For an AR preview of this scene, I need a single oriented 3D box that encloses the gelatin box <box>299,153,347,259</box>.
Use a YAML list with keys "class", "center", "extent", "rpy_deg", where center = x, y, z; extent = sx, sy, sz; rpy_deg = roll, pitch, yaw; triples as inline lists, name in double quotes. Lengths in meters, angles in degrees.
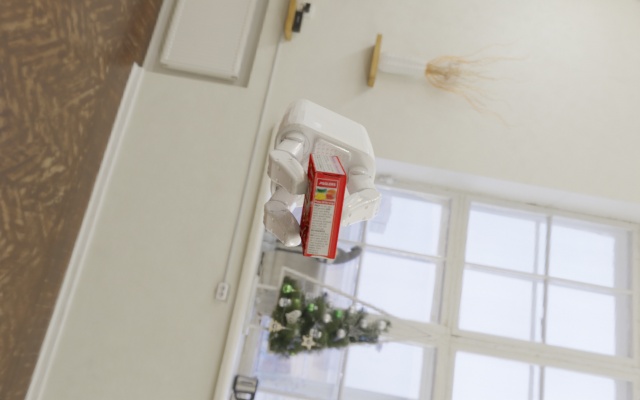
- class: "gelatin box"
  center: [0.001, 0.002, 0.425]
  extent: [0.030, 0.073, 0.089]
  rpy_deg: [7, 16, -6]
